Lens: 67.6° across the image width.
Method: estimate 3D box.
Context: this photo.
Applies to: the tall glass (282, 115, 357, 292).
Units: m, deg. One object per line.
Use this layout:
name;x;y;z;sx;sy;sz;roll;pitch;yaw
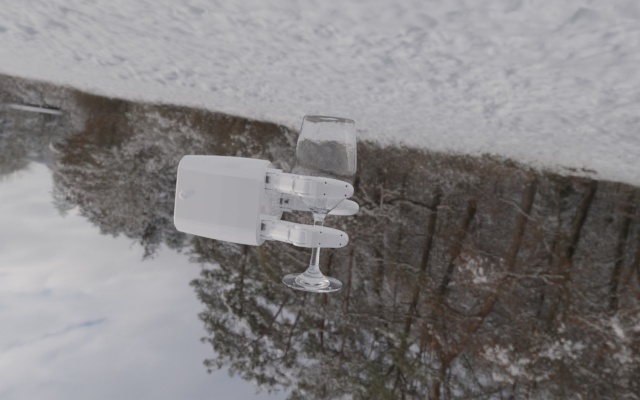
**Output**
tall glass;0.000;0.003;0.572;0.079;0.201;0.079;6;5;-1
